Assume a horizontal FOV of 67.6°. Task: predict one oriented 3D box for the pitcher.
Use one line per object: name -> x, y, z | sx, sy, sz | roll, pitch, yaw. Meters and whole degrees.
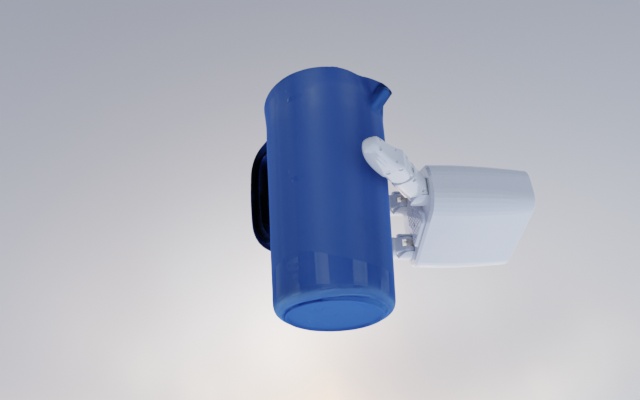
pitcher -> 0.000, 0.002, 0.481 | 0.145, 0.242, 0.149 | 2, -31, -7
